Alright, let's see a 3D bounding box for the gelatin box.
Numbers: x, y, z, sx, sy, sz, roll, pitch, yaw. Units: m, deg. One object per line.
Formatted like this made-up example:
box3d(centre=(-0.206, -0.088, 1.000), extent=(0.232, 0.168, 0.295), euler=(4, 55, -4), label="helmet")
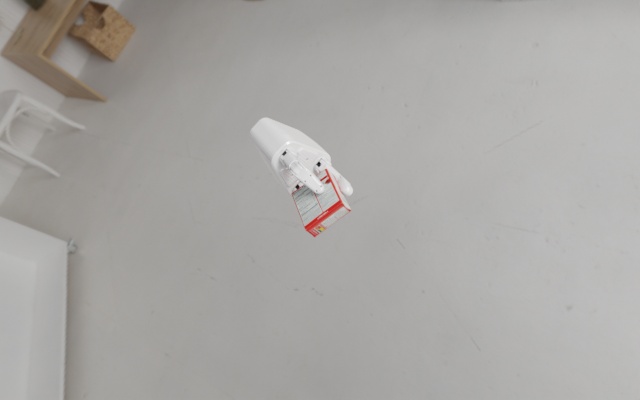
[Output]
box3d(centre=(0.000, 0.002, 0.753), extent=(0.073, 0.089, 0.030), euler=(-37, -46, 13), label="gelatin box")
